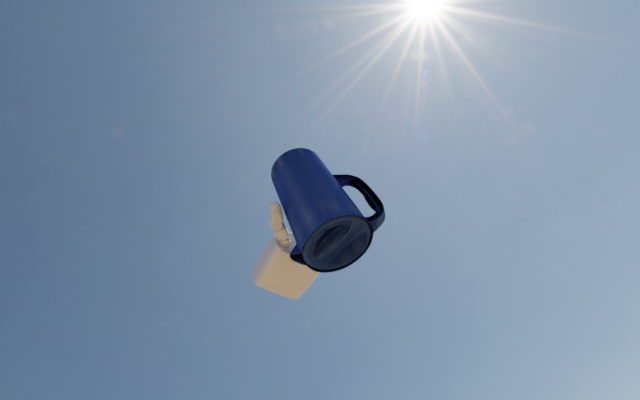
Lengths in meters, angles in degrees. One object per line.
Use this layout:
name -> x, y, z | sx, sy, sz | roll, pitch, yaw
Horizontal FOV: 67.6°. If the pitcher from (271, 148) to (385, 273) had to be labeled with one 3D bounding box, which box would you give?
pitcher -> 0.000, 0.003, 0.897 | 0.149, 0.145, 0.242 | 13, 32, -34
